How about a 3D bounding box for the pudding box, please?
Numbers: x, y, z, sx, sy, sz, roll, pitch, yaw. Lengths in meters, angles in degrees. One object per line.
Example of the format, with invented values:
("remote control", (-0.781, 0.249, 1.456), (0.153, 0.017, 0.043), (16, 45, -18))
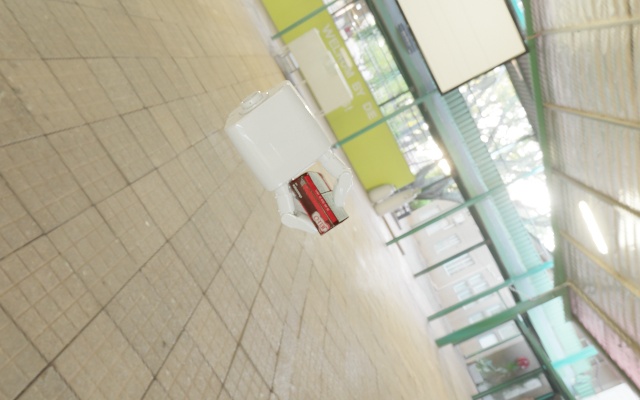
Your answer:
("pudding box", (0.000, 0.002, 0.723), (0.039, 0.090, 0.113), (-32, -4, 12))
